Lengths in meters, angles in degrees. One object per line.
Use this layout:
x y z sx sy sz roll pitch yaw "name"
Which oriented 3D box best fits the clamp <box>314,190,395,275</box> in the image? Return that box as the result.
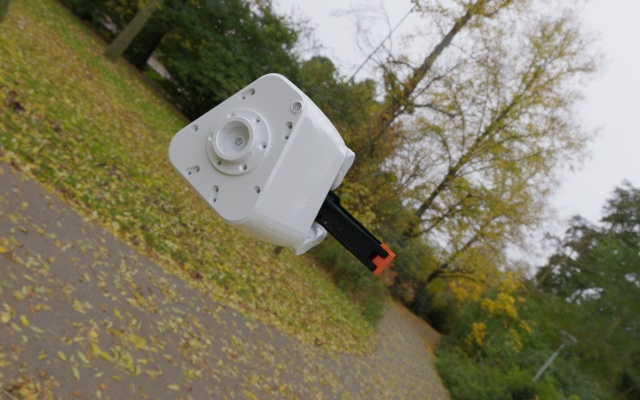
0.001 0.001 0.534 0.210 0.036 0.164 43 5 20 "clamp"
